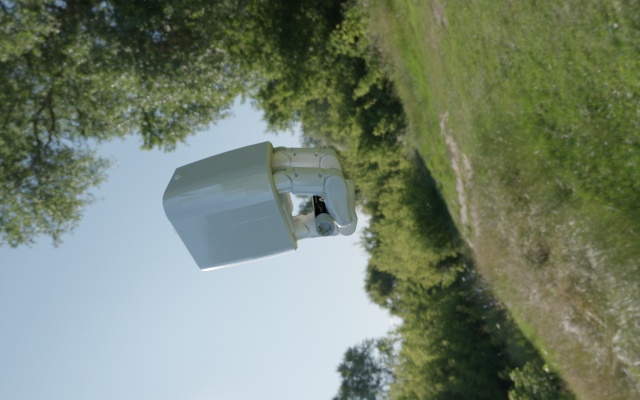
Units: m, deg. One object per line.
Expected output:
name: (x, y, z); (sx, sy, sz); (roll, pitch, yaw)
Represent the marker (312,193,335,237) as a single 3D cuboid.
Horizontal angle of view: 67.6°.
marker: (0.000, 0.002, 0.511); (0.020, 0.020, 0.121); (0, 25, -5)
